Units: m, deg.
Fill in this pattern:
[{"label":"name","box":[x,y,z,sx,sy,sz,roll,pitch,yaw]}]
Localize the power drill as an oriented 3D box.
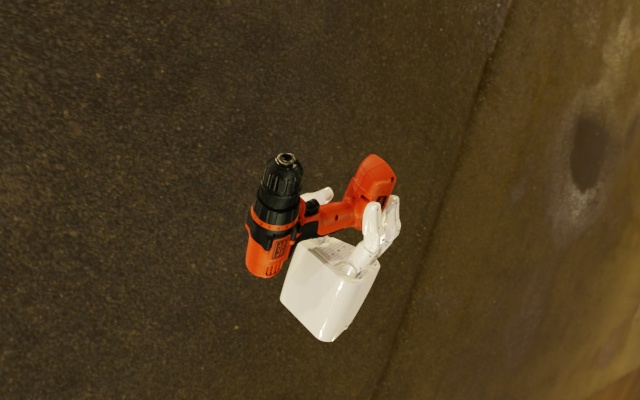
[{"label":"power drill","box":[0.000,0.002,0.575,0.187,0.057,0.185,-17,-35,-31]}]
